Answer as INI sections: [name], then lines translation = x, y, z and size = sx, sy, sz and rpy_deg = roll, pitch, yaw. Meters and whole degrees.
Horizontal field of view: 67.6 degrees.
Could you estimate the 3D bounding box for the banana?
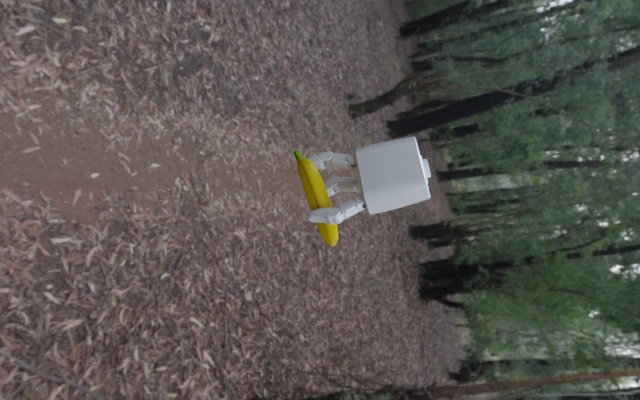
[banana]
translation = 0.000, 0.006, 0.847
size = 0.037, 0.198, 0.069
rpy_deg = -18, 20, 3
